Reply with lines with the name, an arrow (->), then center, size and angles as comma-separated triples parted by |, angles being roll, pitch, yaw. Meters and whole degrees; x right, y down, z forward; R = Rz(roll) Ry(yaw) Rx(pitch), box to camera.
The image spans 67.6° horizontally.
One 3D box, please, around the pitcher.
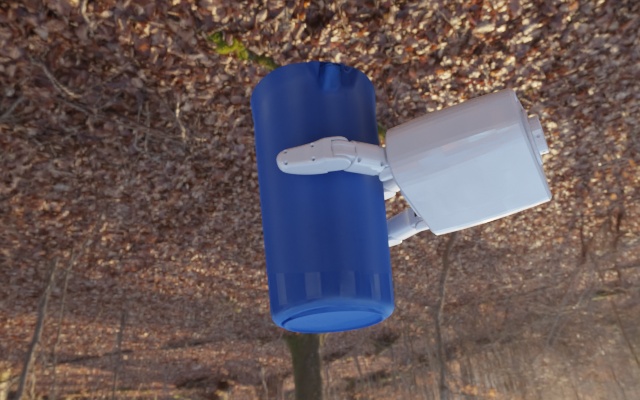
pitcher -> 0.000, 0.001, 0.472 | 0.145, 0.242, 0.149 | -19, -29, 26
